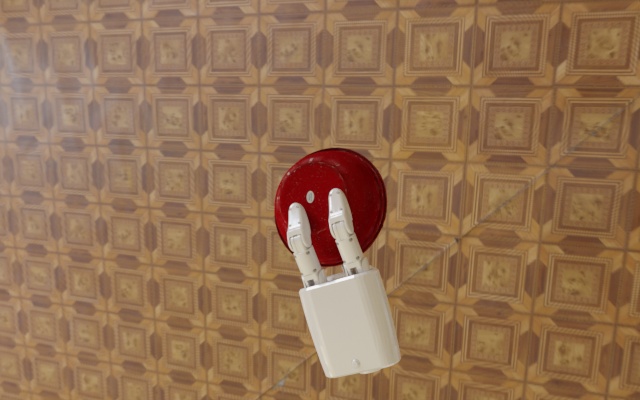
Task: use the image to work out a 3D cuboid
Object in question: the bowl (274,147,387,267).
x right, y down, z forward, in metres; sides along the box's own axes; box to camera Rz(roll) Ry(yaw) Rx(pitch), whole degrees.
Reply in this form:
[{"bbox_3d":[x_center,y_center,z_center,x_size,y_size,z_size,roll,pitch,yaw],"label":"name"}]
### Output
[{"bbox_3d":[-0.001,0.001,0.609,0.162,0.162,0.055,0,-12,24],"label":"bowl"}]
